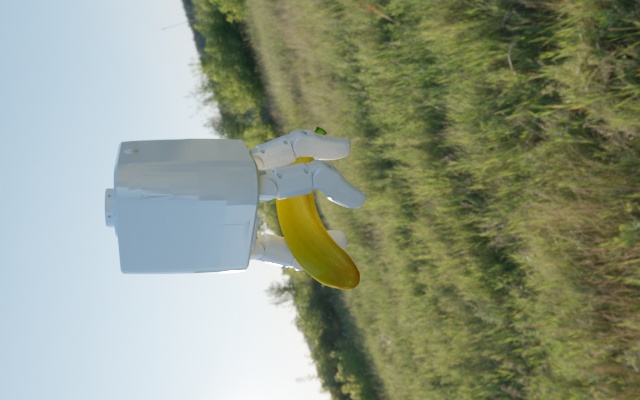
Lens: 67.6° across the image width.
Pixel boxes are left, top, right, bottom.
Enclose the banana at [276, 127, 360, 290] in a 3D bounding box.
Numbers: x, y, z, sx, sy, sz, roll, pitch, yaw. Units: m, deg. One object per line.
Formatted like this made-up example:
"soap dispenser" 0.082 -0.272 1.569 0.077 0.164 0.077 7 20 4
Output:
"banana" -0.011 0.011 0.445 0.037 0.197 0.070 20 -51 -31
